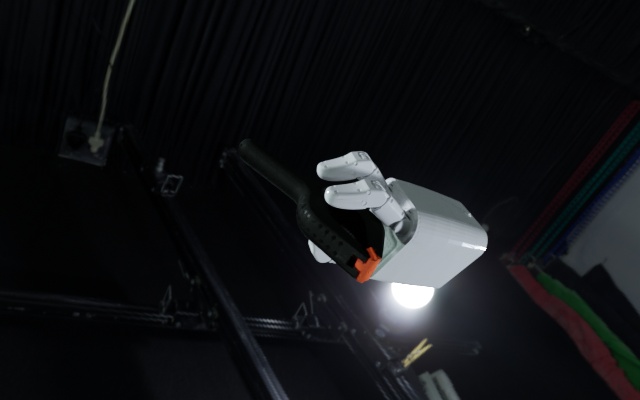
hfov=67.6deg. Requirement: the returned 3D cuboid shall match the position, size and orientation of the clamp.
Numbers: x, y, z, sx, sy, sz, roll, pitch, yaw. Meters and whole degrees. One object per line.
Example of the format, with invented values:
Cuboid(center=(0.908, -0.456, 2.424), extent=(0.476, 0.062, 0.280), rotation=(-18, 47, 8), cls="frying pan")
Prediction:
Cuboid(center=(0.000, 0.003, 0.500), extent=(0.164, 0.036, 0.209), rotation=(13, 29, -24), cls="clamp")
